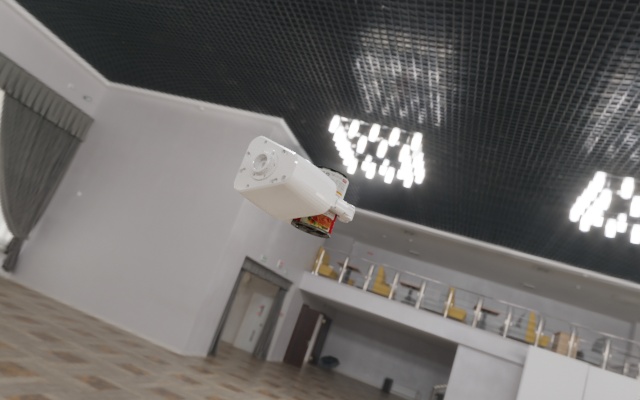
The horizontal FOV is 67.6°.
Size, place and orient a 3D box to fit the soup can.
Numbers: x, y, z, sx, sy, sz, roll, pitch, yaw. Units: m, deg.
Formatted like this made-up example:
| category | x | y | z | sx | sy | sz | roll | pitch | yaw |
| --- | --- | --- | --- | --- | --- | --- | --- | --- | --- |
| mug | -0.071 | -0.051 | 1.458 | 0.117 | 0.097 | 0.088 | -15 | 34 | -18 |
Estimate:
| category | x | y | z | sx | sy | sz | roll | pitch | yaw |
| --- | --- | --- | --- | --- | --- | --- | --- | --- | --- |
| soup can | 0.001 | 0.003 | 0.785 | 0.068 | 0.102 | 0.068 | 19 | -14 | 5 |
